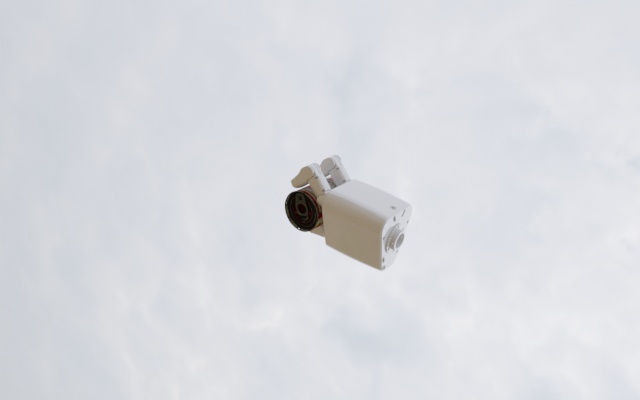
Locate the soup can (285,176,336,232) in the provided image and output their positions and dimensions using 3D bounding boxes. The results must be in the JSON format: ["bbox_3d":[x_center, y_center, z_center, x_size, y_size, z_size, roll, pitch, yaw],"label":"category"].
[{"bbox_3d":[0.000,0.002,0.782,0.068,0.068,0.102,0,17,40],"label":"soup can"}]
